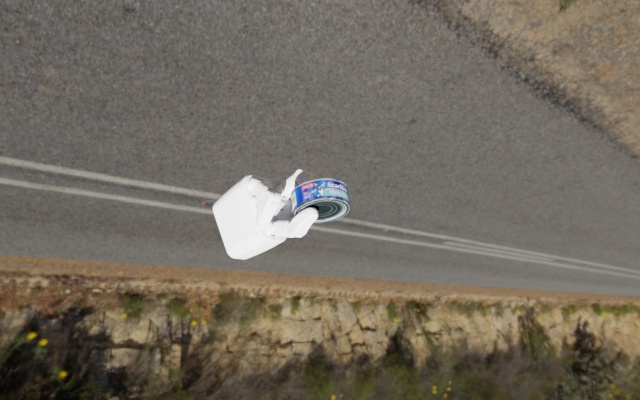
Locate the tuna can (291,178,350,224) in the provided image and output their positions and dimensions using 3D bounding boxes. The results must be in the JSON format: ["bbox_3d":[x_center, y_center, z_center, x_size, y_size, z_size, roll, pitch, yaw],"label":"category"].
[{"bbox_3d":[0.000,0.003,0.706,0.086,0.033,0.086,-7,-27,-3],"label":"tuna can"}]
